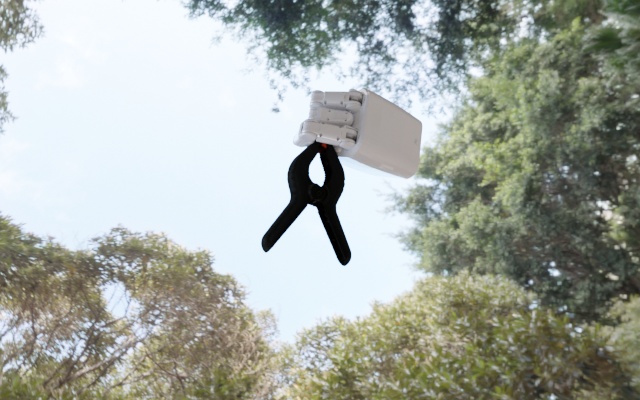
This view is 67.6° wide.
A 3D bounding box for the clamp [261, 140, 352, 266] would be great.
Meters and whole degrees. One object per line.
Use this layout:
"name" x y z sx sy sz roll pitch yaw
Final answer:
"clamp" 0.000 0.002 0.620 0.120 0.171 0.039 23 -16 -24
